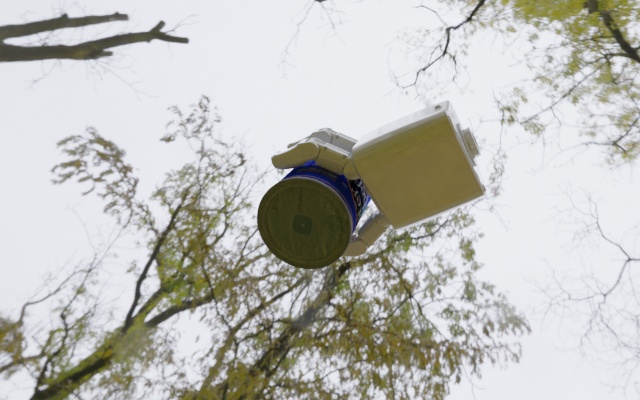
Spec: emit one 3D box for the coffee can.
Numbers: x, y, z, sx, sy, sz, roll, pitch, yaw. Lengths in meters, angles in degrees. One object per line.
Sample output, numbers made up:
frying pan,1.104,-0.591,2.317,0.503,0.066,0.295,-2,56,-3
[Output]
coffee can,0.000,0.002,0.554,0.103,0.103,0.140,0,20,16
